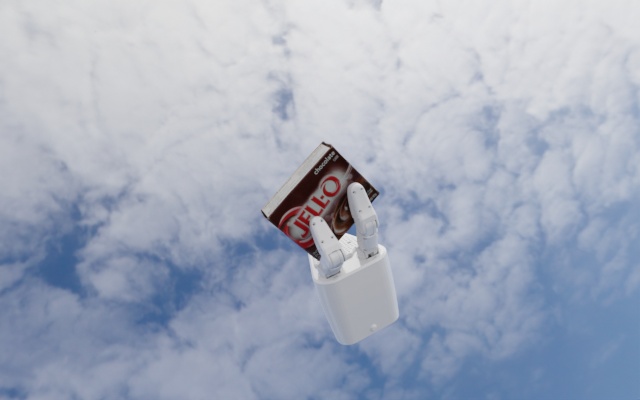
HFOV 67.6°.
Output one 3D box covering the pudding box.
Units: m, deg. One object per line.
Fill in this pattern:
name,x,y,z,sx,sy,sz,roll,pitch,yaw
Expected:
pudding box,0.000,0.002,0.562,0.090,0.113,0.039,42,-3,-29
